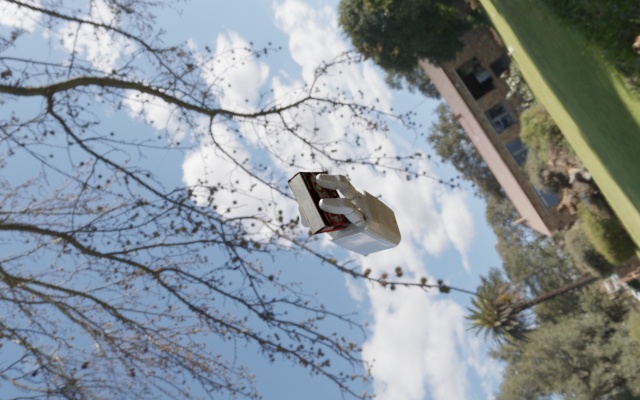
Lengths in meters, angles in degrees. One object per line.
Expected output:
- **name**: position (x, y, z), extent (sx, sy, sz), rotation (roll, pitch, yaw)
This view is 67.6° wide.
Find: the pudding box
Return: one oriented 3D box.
- **pudding box**: position (0.000, 0.003, 0.861), extent (0.039, 0.113, 0.090), rotation (-37, -17, 29)
